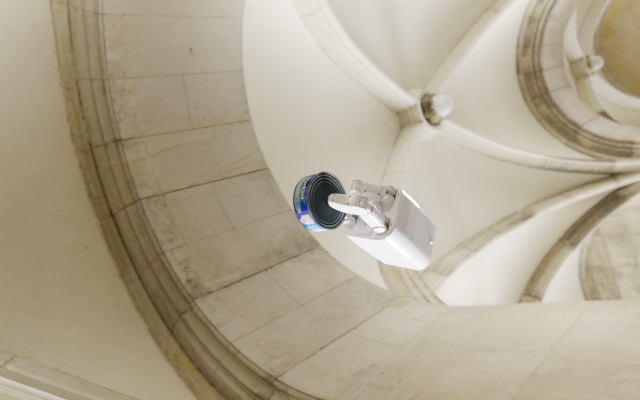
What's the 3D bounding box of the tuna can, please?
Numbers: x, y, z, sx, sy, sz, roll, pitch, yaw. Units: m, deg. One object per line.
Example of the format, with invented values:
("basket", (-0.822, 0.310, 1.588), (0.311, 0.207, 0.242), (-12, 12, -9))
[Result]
("tuna can", (0.000, 0.002, 0.702), (0.034, 0.086, 0.086), (-11, -8, 43))
